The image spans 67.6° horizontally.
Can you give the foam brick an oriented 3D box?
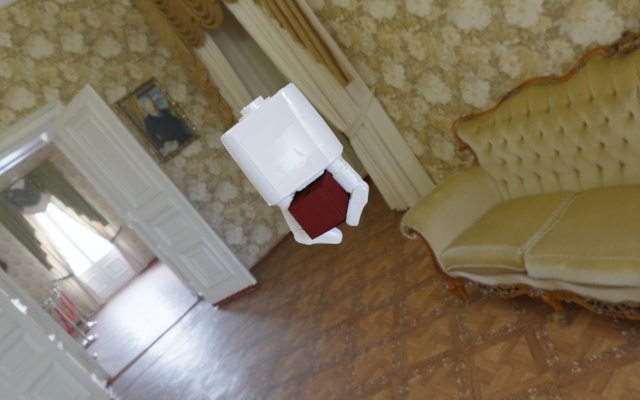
[{"bbox_3d":[0.000,0.002,0.592,0.053,0.051,0.078,-32,15,19],"label":"foam brick"}]
